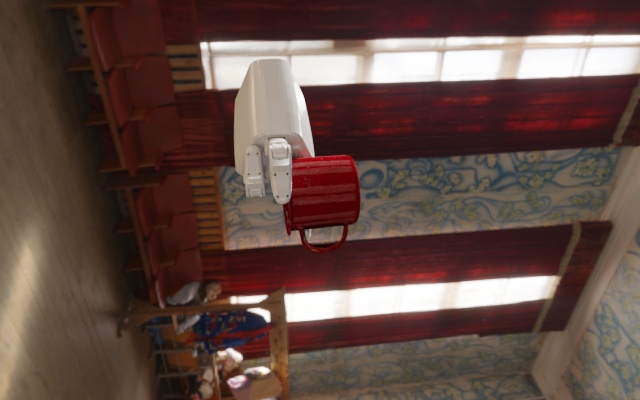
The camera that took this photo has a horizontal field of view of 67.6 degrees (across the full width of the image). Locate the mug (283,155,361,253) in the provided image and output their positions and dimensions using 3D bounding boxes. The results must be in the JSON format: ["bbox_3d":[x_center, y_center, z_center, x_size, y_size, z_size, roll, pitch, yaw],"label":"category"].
[{"bbox_3d":[0.000,0.003,0.546,0.081,0.117,0.093,-5,-20,-8],"label":"mug"}]
